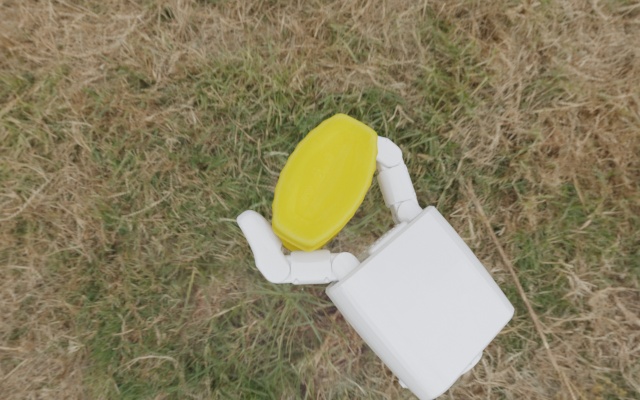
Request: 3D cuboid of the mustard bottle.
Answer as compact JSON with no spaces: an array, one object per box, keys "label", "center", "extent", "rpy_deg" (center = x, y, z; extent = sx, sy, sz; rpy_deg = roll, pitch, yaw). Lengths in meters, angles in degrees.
[{"label":"mustard bottle","center":[0.000,0.001,0.408],"extent":[0.058,0.096,0.192],"rpy_deg":[28,-10,3]}]
